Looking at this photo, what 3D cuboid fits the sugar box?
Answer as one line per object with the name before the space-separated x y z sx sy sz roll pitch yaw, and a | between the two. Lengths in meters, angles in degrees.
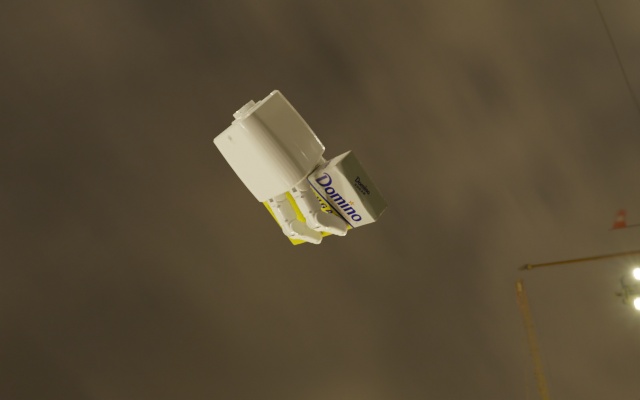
sugar box | 0.000 0.002 0.675 0.176 0.093 0.048 -21 20 50
